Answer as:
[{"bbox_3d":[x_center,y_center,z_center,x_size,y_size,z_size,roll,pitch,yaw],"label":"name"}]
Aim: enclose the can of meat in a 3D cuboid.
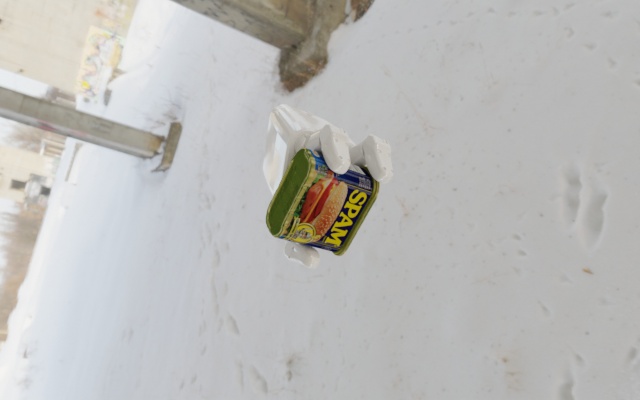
[{"bbox_3d":[0.000,0.002,0.508,0.084,0.102,0.057,17,23,-28],"label":"can of meat"}]
